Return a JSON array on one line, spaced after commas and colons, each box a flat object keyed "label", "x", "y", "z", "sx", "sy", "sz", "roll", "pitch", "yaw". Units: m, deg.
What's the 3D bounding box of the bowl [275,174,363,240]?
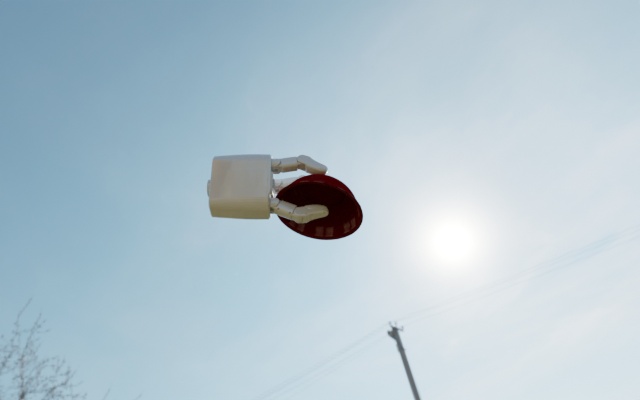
[{"label": "bowl", "x": 0.001, "y": 0.003, "z": 0.866, "sx": 0.162, "sy": 0.055, "sz": 0.162, "roll": 8, "pitch": -40, "yaw": 7}]
